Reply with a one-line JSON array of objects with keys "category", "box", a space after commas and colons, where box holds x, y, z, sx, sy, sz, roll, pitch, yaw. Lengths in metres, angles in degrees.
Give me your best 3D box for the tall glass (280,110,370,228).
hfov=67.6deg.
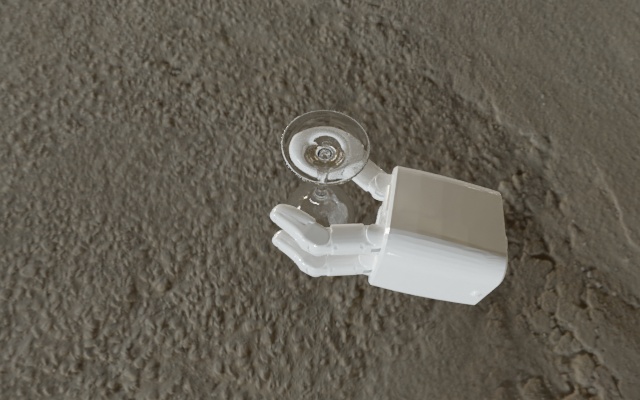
[{"category": "tall glass", "box": [0.000, 0.001, 0.479, 0.079, 0.079, 0.201, 0, -28, -3]}]
